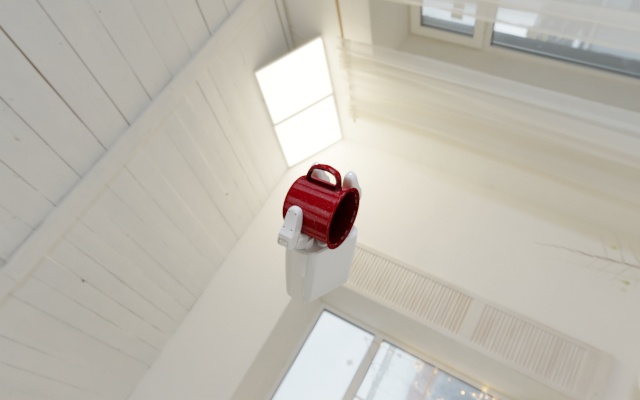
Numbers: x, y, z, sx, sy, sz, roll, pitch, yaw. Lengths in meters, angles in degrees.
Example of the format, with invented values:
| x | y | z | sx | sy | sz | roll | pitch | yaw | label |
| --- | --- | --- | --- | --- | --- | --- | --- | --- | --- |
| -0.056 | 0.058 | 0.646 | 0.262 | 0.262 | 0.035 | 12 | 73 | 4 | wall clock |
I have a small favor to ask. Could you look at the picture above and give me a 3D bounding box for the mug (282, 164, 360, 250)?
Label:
| x | y | z | sx | sy | sz | roll | pitch | yaw | label |
| --- | --- | --- | --- | --- | --- | --- | --- | --- | --- |
| 0.000 | 0.001 | 0.677 | 0.081 | 0.117 | 0.093 | 22 | 36 | 24 | mug |
